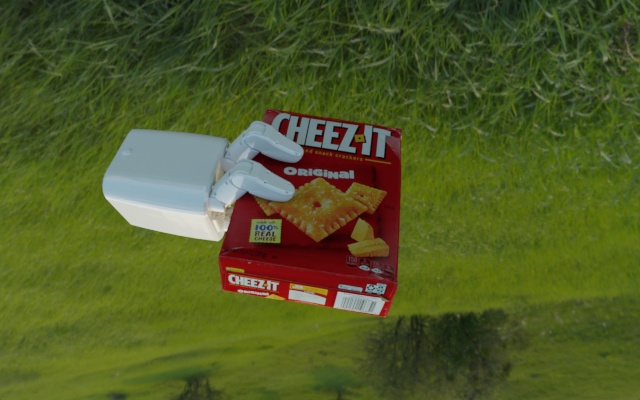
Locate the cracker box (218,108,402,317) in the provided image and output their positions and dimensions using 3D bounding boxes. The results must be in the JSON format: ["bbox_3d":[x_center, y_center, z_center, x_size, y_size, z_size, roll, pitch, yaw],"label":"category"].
[{"bbox_3d":[0.000,0.002,0.505,0.164,0.213,0.072,9,-40,1],"label":"cracker box"}]
